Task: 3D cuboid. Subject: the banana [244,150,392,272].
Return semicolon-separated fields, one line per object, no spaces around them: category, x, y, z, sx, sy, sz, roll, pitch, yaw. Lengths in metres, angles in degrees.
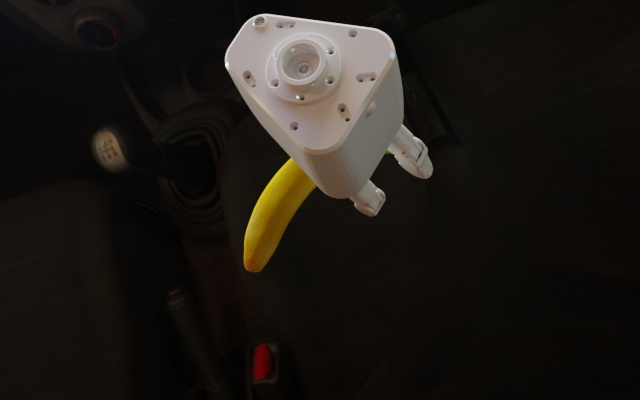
banana;-0.008;-0.015;0.459;0.198;0.069;0.037;-37;-13;-2
